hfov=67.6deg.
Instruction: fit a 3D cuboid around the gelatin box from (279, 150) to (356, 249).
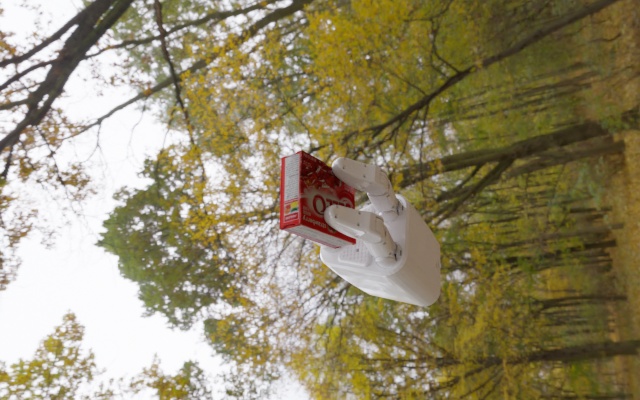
[{"bbox_3d":[-0.001,0.002,0.465,0.030,0.073,0.089,-16,-26,36],"label":"gelatin box"}]
